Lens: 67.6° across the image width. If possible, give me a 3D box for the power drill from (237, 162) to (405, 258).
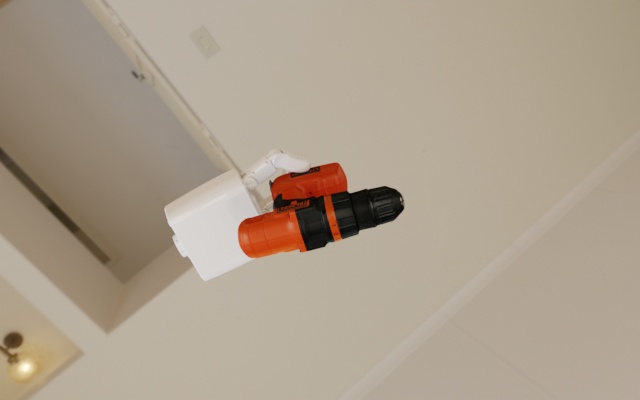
[{"bbox_3d":[0.000,0.002,0.584,0.184,0.057,0.187,-13,15,4],"label":"power drill"}]
